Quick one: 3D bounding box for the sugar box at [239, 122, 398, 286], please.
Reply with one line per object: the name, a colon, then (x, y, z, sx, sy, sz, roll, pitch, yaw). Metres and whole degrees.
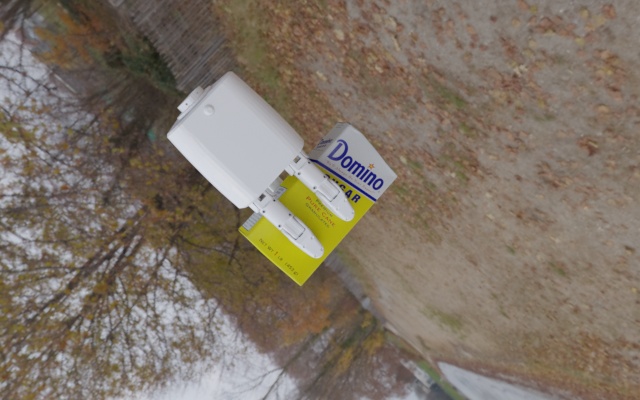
sugar box: (0.000, 0.002, 0.558, 0.093, 0.176, 0.048, 45, -7, -22)
